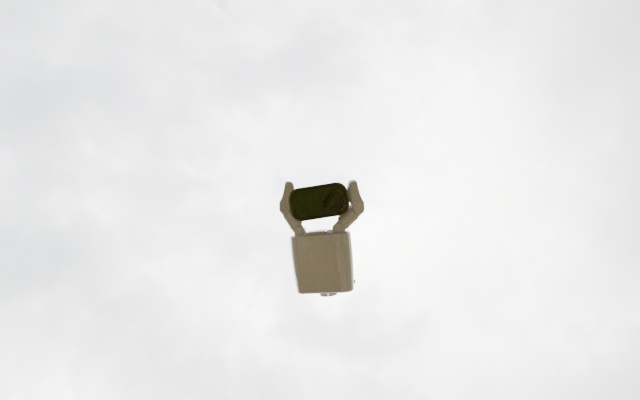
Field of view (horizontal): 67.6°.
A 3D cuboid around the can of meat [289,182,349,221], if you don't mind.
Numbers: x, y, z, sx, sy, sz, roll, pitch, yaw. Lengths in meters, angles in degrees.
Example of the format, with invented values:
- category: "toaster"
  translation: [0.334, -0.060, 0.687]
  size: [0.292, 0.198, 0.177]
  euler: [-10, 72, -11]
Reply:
- category: "can of meat"
  translation: [0.000, 0.003, 0.851]
  size: [0.102, 0.057, 0.084]
  euler: [-9, -1, 4]
